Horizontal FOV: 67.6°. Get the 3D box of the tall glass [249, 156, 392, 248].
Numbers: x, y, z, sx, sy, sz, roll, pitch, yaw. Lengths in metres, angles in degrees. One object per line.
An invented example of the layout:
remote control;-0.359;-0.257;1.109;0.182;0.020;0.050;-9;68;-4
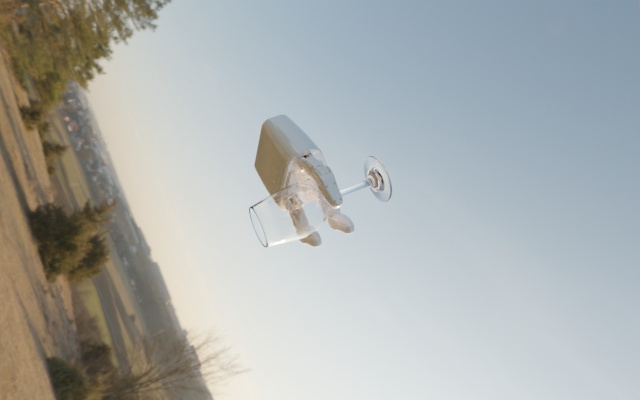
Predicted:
tall glass;0.001;0.002;0.695;0.201;0.079;0.079;-22;8;-19
